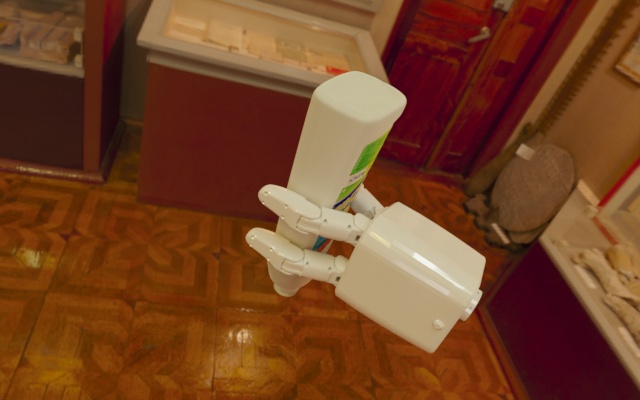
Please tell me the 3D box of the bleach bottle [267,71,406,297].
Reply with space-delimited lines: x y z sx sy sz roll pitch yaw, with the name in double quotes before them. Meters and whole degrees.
"bleach bottle" 0.000 0.002 0.488 0.068 0.251 0.102 32 37 15
